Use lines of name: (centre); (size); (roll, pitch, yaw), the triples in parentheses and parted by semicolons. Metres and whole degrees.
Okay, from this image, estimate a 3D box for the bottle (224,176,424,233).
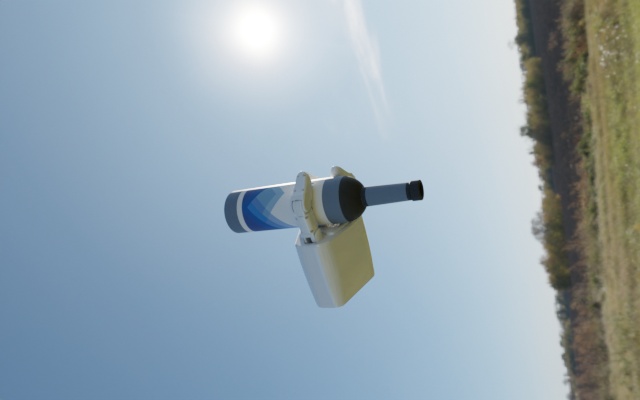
bottle: (0.000, 0.002, 0.685); (0.296, 0.069, 0.069); (-7, -3, 26)
